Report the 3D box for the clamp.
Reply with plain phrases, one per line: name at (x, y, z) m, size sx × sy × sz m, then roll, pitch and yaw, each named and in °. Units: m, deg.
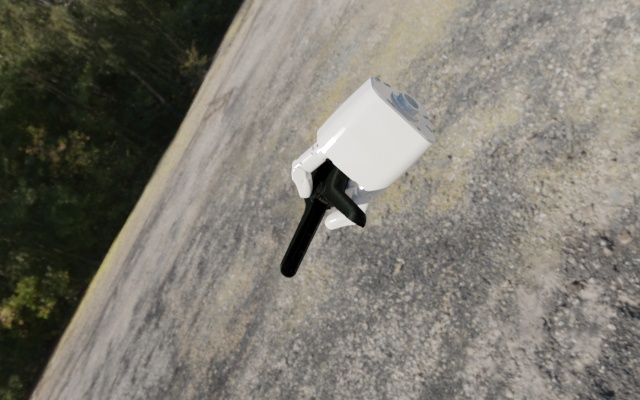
clamp at (0.000, 0.001, 0.682) m, size 0.036 × 0.209 × 0.165 m, roll 31°, pitch -55°, yaw -25°
